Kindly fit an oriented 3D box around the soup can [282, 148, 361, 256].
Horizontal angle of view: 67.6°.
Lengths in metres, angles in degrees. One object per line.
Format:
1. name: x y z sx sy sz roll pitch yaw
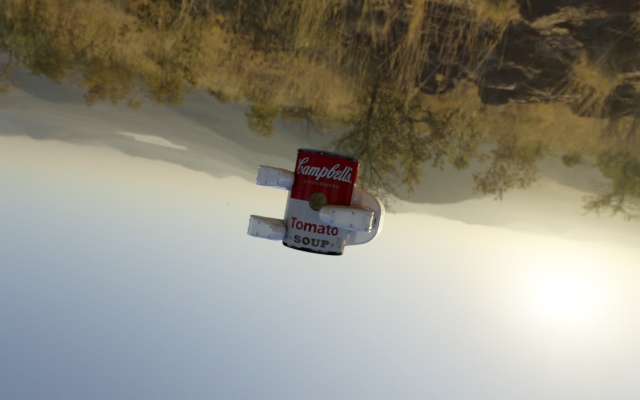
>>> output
1. soup can: 0.000 0.002 0.501 0.068 0.102 0.068 10 1 0
